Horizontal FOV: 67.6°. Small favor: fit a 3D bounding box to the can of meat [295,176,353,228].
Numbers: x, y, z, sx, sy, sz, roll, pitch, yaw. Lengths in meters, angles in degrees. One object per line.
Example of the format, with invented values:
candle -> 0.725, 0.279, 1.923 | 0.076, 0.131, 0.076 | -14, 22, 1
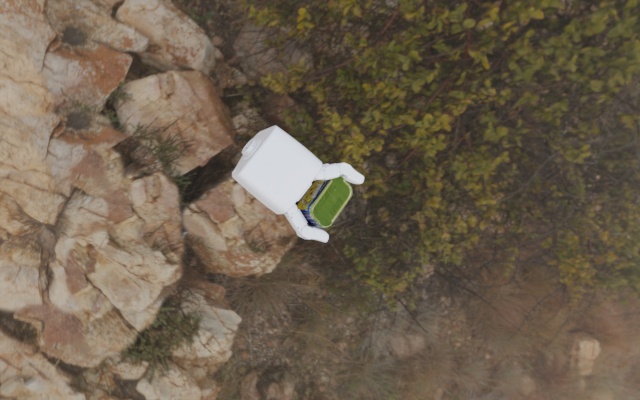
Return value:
can of meat -> 0.000, 0.003, 0.868 | 0.057, 0.102, 0.084 | 43, -22, -21
